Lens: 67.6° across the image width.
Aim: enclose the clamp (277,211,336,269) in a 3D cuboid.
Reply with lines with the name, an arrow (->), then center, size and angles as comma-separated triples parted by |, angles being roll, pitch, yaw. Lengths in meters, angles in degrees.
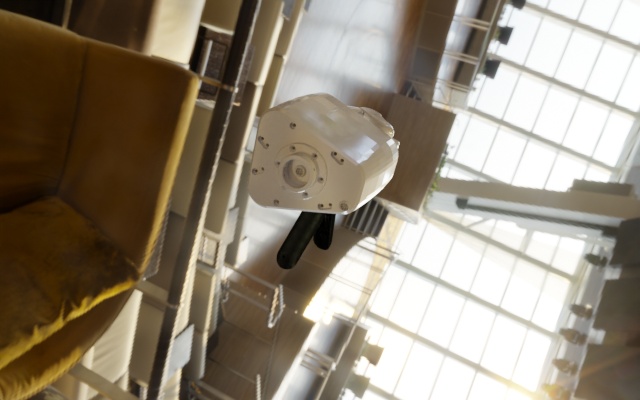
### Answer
clamp -> 0.001, 0.002, 0.558 | 0.039, 0.171, 0.120 | 21, 24, 15
